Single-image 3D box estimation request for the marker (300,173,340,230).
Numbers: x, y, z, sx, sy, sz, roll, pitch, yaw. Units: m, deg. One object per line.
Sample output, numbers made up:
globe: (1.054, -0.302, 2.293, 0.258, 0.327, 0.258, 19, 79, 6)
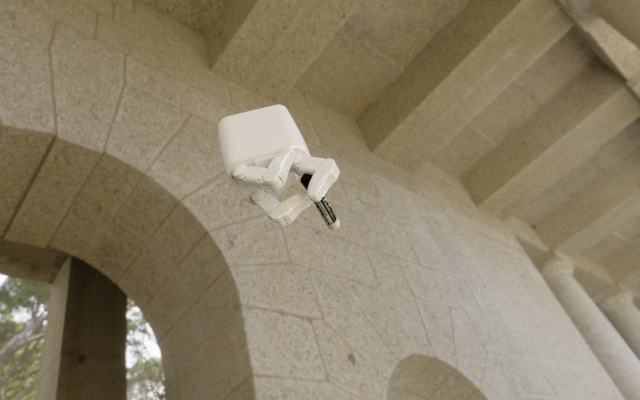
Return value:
marker: (0.000, 0.002, 0.663, 0.020, 0.020, 0.121, 0, -35, 24)
